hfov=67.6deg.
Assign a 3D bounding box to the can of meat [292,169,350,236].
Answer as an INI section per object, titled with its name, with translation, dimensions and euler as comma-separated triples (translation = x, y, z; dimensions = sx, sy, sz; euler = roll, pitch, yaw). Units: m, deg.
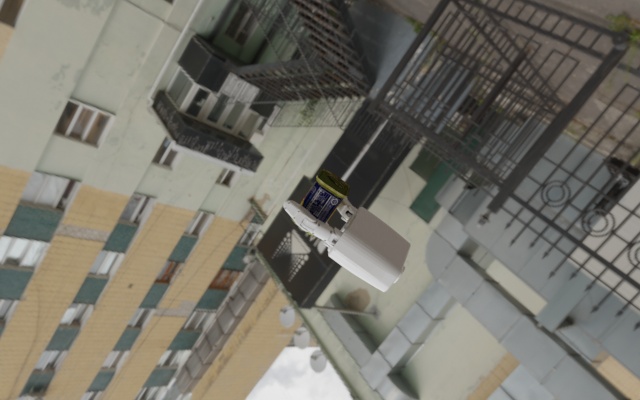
[can of meat]
translation = 0.000, 0.003, 0.780
dimensions = 0.057, 0.084, 0.102
euler = 34, 15, -2
